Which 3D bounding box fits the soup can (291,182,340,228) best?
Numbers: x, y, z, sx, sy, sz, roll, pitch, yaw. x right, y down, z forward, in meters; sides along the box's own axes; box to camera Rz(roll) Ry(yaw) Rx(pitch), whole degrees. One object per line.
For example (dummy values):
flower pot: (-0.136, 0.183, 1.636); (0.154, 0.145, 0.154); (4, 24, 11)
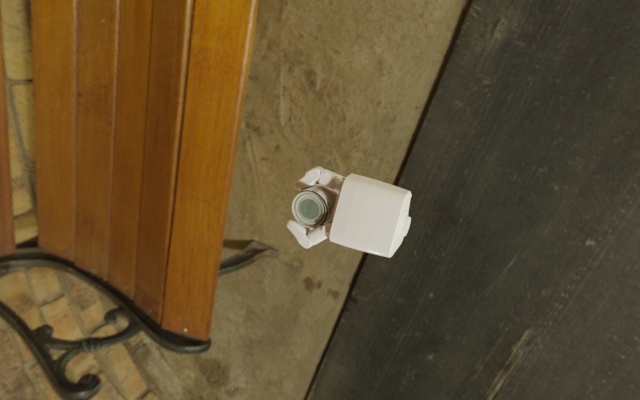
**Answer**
soup can: (0.000, 0.003, 0.838); (0.068, 0.068, 0.102); (0, 15, 24)
